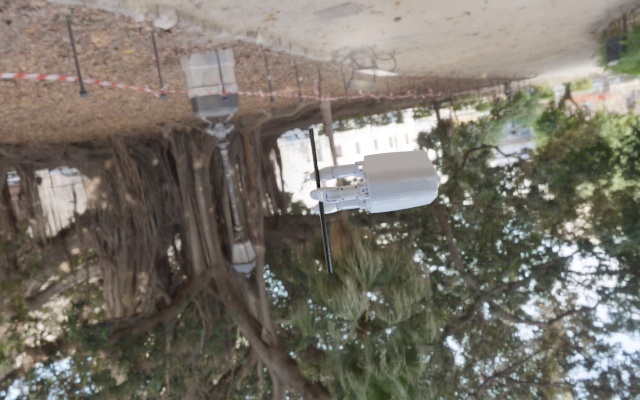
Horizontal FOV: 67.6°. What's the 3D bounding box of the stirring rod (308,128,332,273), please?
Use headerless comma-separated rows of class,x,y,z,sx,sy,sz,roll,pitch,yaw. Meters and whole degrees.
stirring rod,0.000,0.002,0.780,0.011,0.239,0.011,-7,9,1
